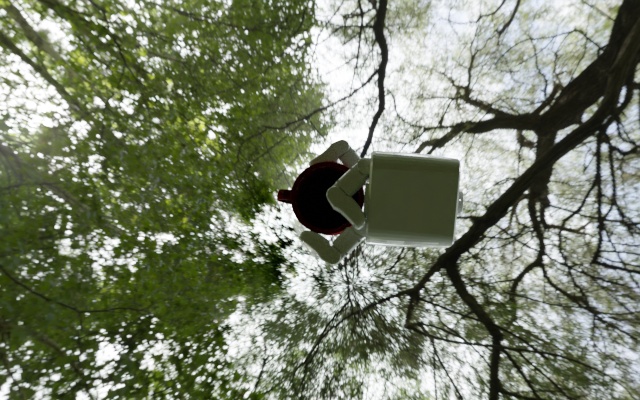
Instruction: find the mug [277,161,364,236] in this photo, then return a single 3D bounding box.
[{"bbox_3d":[-0.001,0.002,0.637,0.117,0.093,0.081,4,-10,6],"label":"mug"}]
